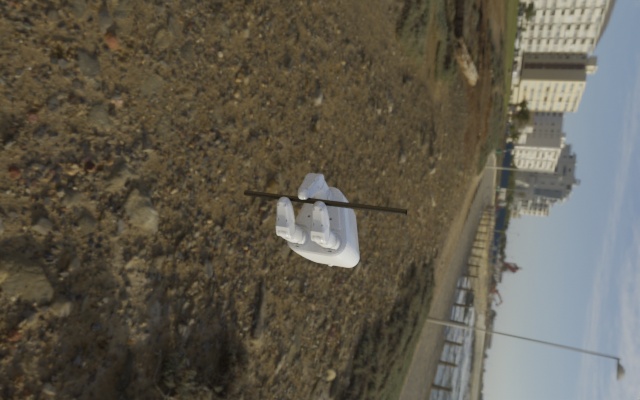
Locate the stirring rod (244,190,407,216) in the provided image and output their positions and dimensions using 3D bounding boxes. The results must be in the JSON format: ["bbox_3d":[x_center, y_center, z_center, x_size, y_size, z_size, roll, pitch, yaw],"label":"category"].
[{"bbox_3d":[0.000,0.002,0.663,0.239,0.011,0.011,7,2,21],"label":"stirring rod"}]
